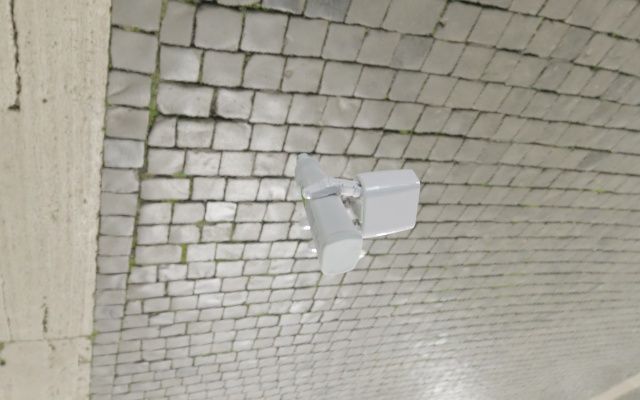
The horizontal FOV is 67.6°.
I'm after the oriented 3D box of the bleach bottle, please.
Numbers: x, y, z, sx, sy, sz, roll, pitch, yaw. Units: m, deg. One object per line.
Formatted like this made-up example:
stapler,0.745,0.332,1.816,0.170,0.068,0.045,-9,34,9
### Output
bleach bottle,0.000,0.003,0.843,0.068,0.250,0.103,-8,-41,-14
